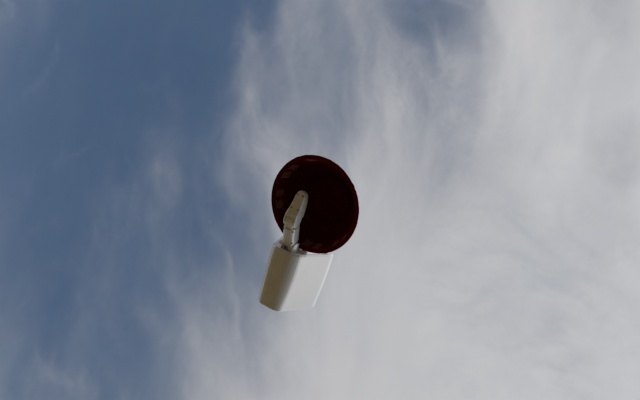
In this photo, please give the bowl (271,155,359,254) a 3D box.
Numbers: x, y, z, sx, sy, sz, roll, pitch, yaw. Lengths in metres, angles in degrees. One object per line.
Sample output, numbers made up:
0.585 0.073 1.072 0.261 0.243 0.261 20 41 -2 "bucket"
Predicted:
0.001 0.001 0.782 0.162 0.162 0.055 0 11 30 "bowl"
